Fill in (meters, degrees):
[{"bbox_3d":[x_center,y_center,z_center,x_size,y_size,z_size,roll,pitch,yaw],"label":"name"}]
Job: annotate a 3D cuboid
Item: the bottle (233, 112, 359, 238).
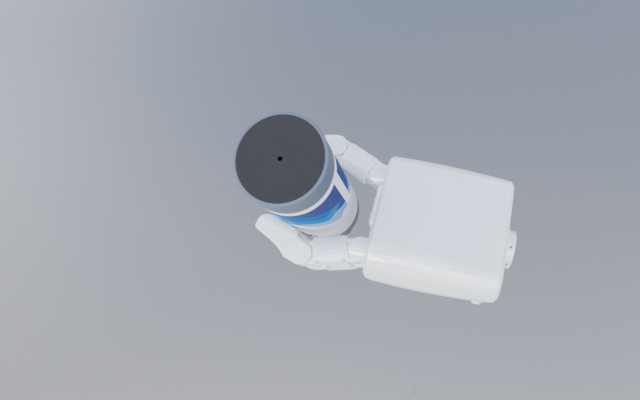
[{"bbox_3d":[0.000,0.001,0.458,0.069,0.069,0.296,0,-12,11],"label":"bottle"}]
